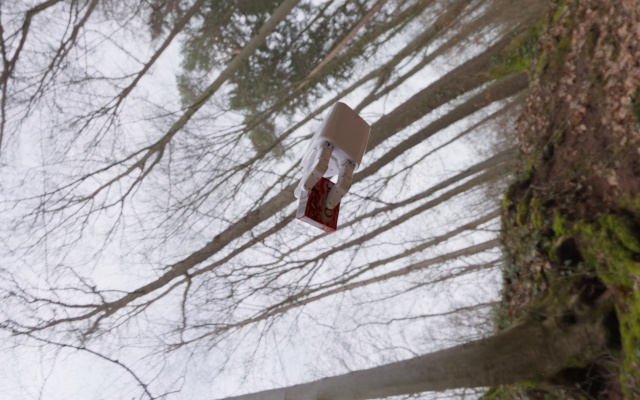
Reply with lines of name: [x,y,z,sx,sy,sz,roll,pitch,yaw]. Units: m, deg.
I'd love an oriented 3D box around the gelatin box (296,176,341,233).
gelatin box: [0.000,0.003,0.846,0.073,0.089,0.030,27,-28,-31]
